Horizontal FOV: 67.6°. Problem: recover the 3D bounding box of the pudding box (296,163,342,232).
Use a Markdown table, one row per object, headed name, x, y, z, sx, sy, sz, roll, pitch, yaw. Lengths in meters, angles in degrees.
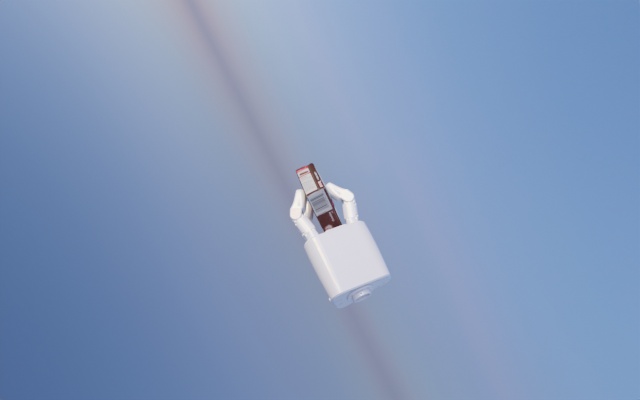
| name | x | y | z | sx | sy | sz | roll | pitch | yaw |
| --- | --- | --- | --- | --- | --- | --- | --- | --- | --- |
| pudding box | 0.000 | 0.003 | 0.846 | 0.039 | 0.114 | 0.090 | -24 | 36 | -1 |
